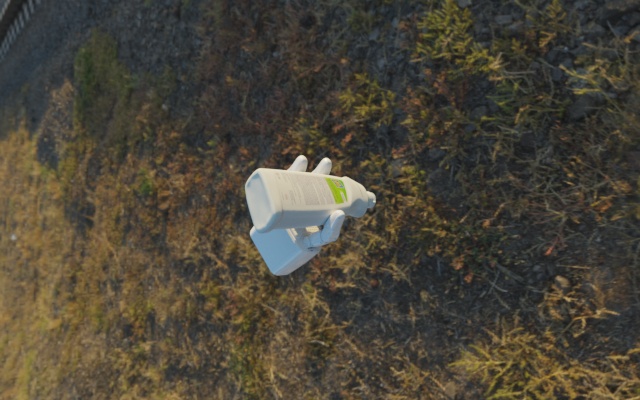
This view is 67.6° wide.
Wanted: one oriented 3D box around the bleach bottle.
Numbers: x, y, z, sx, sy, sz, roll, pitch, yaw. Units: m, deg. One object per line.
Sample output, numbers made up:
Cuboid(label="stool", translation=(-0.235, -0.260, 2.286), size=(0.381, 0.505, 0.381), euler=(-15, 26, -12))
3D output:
Cuboid(label="bleach bottle", translation=(0.000, 0.003, 0.815), size=(0.251, 0.102, 0.068), euler=(2, -32, -39))
